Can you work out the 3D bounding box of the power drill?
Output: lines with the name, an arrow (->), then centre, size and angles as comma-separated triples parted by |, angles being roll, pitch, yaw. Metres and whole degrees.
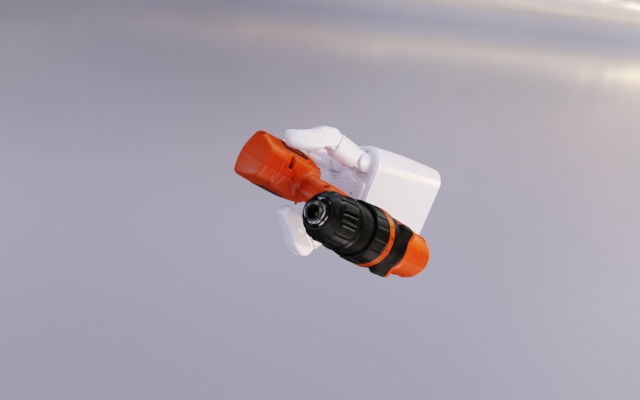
power drill -> 0.000, 0.001, 0.451 | 0.187, 0.057, 0.184 | 38, 5, 37
